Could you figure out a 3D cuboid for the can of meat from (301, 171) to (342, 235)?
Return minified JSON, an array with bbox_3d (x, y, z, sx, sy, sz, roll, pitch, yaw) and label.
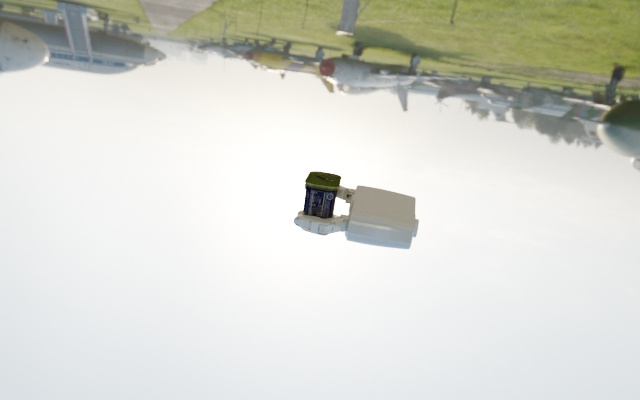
[{"bbox_3d":[0.000,0.003,0.803,0.057,0.084,0.102,9,16,3],"label":"can of meat"}]
